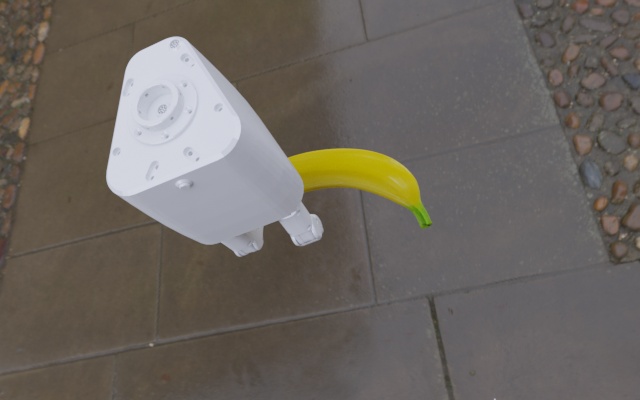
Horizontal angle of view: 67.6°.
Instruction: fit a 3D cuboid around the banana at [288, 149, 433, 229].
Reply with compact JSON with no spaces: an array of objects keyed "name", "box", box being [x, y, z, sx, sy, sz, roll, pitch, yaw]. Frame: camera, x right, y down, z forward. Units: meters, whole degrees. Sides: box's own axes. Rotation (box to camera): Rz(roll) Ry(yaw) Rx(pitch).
[{"name":"banana","box":[0.006,-0.016,0.452,0.198,0.069,0.037,3,-16,17]}]
